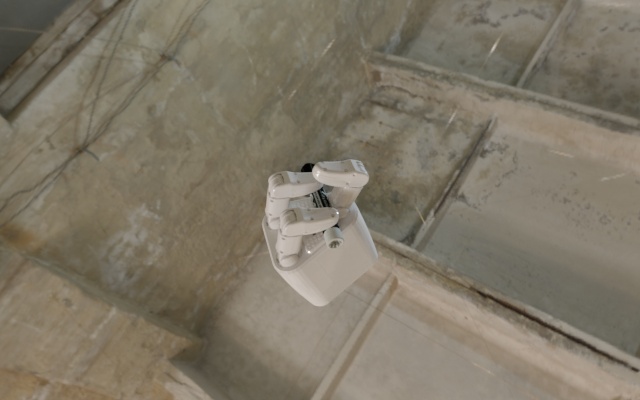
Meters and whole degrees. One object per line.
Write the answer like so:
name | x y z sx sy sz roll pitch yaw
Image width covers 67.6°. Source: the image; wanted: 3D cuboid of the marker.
marker | 0.000 0.002 0.531 0.020 0.121 0.020 -12 -41 -10
